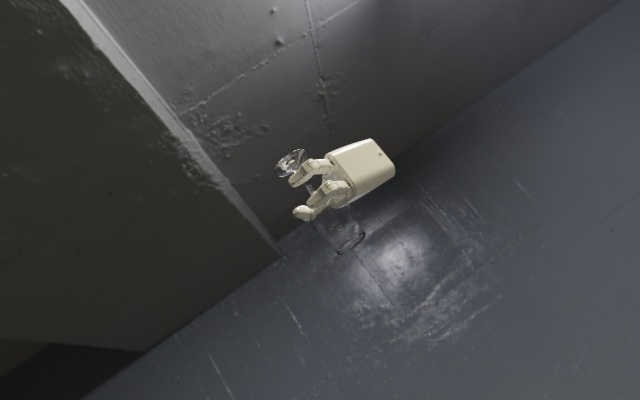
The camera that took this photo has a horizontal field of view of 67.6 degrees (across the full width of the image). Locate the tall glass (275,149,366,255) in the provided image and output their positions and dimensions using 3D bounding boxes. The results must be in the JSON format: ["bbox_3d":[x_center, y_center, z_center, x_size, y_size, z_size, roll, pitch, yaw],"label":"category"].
[{"bbox_3d":[0.000,0.002,0.878,0.079,0.201,0.079,-31,-21,-13],"label":"tall glass"}]
